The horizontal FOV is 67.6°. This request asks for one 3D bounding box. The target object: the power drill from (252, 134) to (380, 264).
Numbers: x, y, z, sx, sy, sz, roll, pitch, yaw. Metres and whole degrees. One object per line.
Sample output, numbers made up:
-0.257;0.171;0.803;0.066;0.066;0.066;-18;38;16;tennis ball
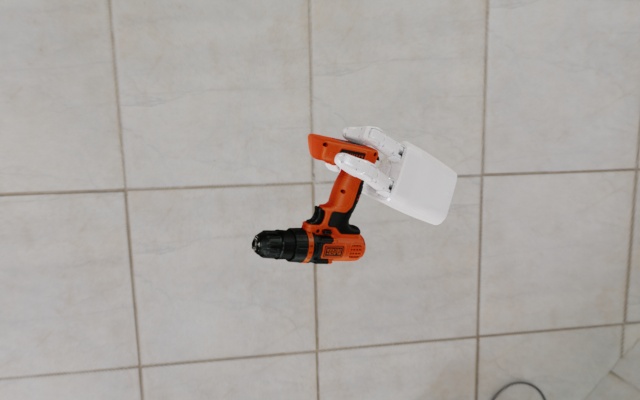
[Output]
0.000;0.002;0.691;0.184;0.188;0.057;5;17;-33;power drill
